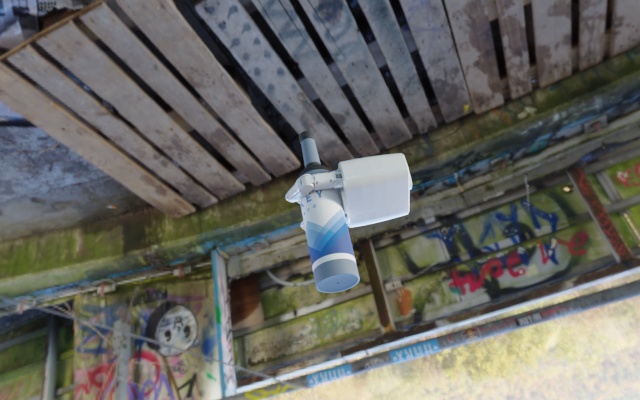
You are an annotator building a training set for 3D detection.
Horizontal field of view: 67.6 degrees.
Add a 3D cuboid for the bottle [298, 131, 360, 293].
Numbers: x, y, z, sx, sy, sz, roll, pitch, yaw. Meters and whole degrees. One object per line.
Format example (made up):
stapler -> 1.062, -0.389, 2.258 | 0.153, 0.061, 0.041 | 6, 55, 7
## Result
bottle -> 0.000, 0.003, 0.788 | 0.069, 0.295, 0.069 | -8, -33, -6
